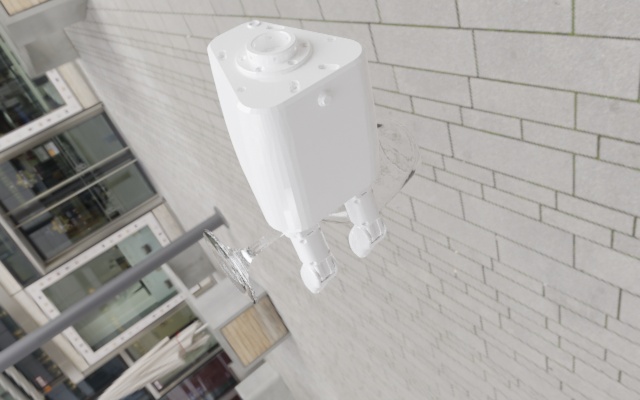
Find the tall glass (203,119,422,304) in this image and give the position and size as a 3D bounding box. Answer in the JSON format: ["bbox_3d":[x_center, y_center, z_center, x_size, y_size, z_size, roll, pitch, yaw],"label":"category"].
[{"bbox_3d":[0.000,0.002,0.429,0.201,0.079,0.079,-35,14,-21],"label":"tall glass"}]
